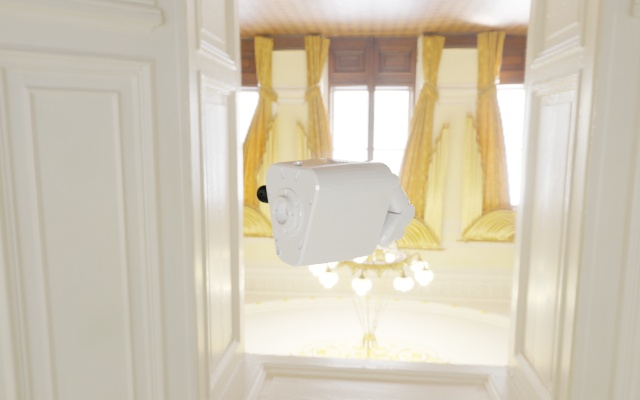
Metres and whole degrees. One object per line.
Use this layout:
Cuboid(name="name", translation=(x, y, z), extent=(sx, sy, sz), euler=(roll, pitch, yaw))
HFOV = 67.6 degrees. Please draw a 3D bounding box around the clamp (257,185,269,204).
Cuboid(name="clamp", translation=(0.000, 0.003, 0.628), extent=(0.120, 0.039, 0.171), euler=(-5, 9, -39))
